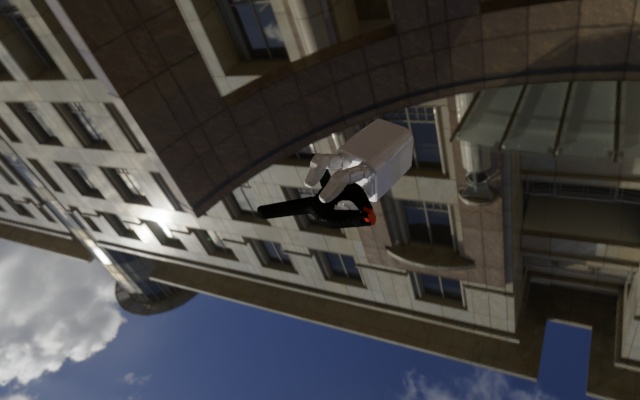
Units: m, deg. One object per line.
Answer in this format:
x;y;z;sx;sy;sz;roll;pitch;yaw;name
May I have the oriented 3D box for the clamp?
0.001;0.003;0.804;0.164;0.036;0.210;-43;45;-18;clamp
